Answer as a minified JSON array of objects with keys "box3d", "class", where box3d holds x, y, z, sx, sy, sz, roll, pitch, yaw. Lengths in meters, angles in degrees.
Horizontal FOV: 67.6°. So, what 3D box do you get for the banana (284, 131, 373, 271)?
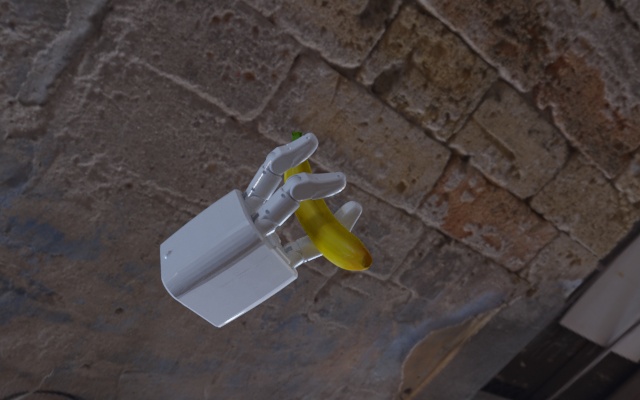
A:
[{"box3d":[-0.002,0.012,0.513,0.037,0.197,0.070,-16,-39,-17],"class":"banana"}]
